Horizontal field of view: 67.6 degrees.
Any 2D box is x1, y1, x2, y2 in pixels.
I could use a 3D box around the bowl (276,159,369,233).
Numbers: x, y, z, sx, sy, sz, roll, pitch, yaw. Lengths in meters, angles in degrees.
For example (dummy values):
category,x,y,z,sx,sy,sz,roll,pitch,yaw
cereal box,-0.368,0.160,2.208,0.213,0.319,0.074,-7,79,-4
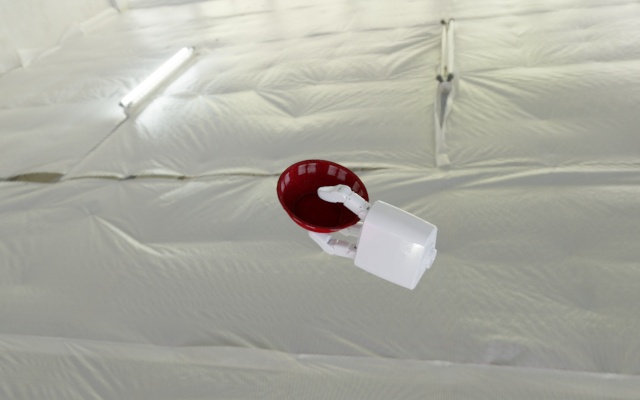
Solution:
category,x,y,z,sx,sy,sz,roll,pitch,yaw
bowl,-0.001,0.002,0.836,0.162,0.162,0.055,0,-40,-15
